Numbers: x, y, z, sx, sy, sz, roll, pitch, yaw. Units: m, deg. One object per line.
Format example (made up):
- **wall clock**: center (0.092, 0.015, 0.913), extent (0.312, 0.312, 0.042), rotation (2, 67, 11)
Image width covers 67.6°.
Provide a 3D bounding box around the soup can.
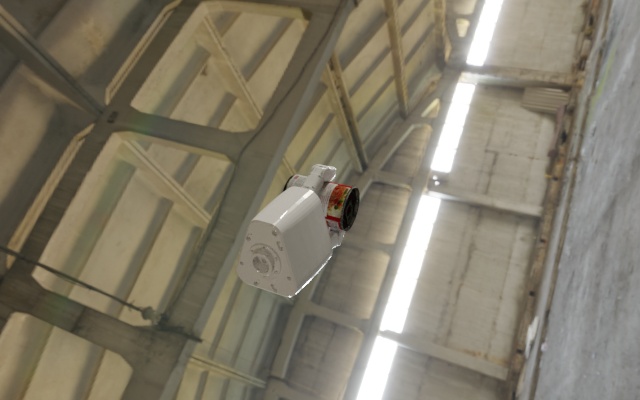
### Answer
- **soup can**: center (0.000, 0.002, 0.727), extent (0.102, 0.068, 0.068), rotation (14, 5, 22)
